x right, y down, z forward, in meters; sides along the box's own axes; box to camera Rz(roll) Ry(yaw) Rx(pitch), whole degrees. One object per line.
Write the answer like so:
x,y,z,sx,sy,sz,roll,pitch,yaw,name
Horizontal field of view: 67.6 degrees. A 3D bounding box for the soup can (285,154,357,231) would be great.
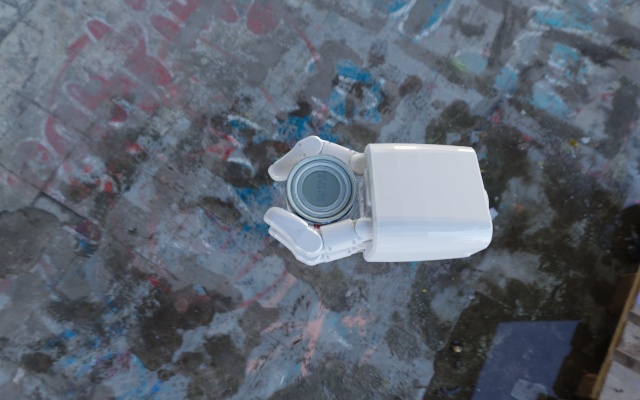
0.000,0.001,0.479,0.068,0.068,0.102,0,-15,-1,soup can
